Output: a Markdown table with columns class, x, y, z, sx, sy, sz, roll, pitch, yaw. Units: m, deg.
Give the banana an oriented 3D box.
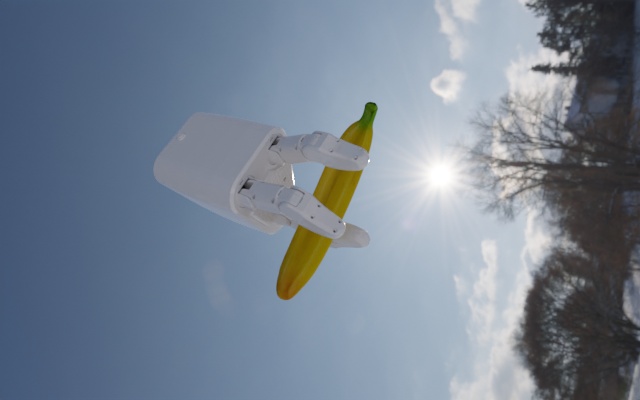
| class | x | y | z | sx | sy | sz | roll | pitch | yaw |
| --- | --- | --- | --- | --- | --- | --- | --- | --- | --- |
| banana | 0.006 | 0.002 | 0.463 | 0.037 | 0.198 | 0.069 | 22 | -4 | 16 |
